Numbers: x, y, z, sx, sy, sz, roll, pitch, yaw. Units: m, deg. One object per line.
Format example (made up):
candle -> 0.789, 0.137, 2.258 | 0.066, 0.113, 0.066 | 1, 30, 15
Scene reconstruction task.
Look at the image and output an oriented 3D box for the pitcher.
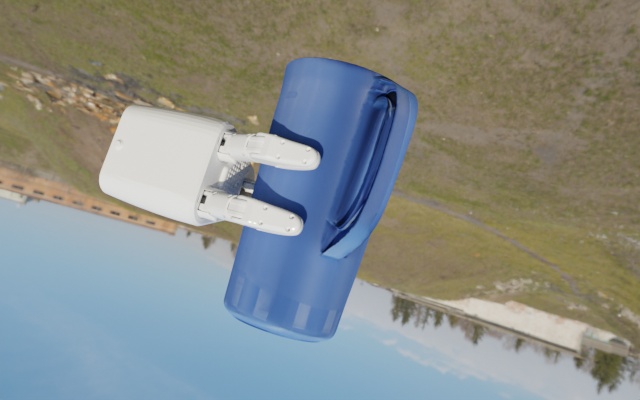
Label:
pitcher -> 0.000, 0.001, 0.444 | 0.145, 0.243, 0.149 | 15, -6, 16
